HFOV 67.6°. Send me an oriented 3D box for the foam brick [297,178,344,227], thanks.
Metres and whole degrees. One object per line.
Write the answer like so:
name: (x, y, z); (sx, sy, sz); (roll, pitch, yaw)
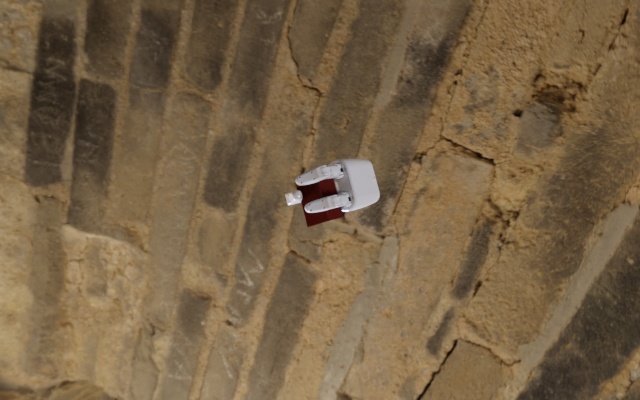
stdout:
foam brick: (0.000, 0.003, 0.877); (0.053, 0.078, 0.051); (-16, -3, 35)
